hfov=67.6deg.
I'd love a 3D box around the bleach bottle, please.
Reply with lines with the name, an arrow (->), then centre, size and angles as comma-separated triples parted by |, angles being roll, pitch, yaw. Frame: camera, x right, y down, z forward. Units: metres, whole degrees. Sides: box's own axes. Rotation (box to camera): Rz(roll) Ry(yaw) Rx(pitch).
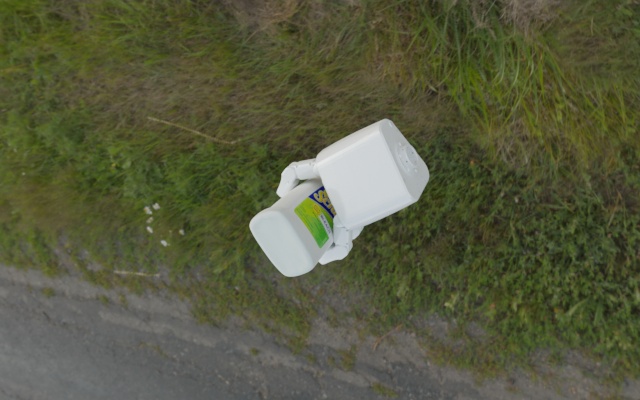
bleach bottle -> 0.000, 0.002, 0.710 | 0.068, 0.102, 0.250 | -23, 15, 35
